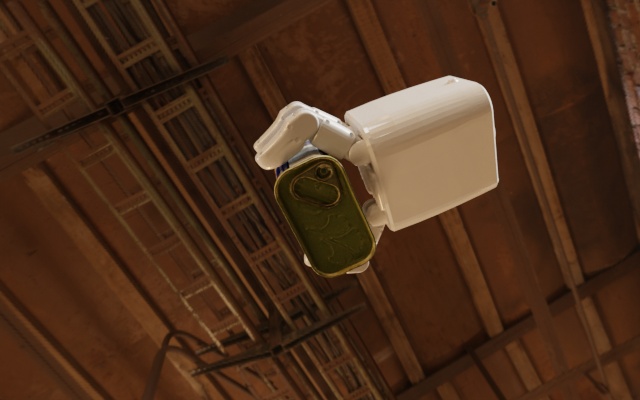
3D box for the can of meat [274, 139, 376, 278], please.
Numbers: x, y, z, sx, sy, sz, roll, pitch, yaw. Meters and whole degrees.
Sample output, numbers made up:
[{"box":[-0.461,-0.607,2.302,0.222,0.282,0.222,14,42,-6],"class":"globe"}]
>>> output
[{"box":[0.000,0.001,0.415,0.057,0.102,0.084,-26,21,2],"class":"can of meat"}]
